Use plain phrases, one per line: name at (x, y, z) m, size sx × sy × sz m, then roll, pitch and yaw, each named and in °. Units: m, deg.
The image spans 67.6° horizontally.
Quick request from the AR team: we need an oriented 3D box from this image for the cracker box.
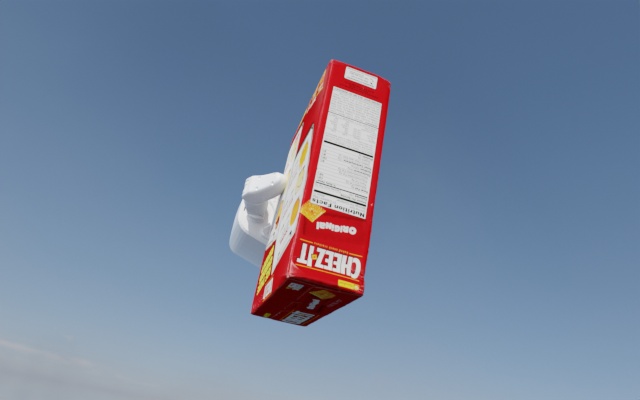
cracker box at (0.000, 0.001, 0.469) m, size 0.072 × 0.213 × 0.164 m, roll 16°, pitch -26°, yaw -11°
